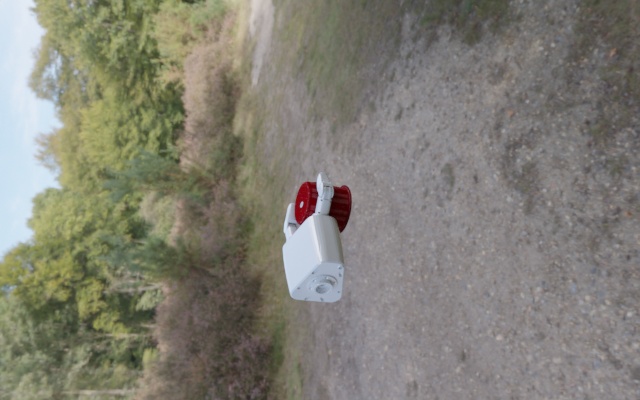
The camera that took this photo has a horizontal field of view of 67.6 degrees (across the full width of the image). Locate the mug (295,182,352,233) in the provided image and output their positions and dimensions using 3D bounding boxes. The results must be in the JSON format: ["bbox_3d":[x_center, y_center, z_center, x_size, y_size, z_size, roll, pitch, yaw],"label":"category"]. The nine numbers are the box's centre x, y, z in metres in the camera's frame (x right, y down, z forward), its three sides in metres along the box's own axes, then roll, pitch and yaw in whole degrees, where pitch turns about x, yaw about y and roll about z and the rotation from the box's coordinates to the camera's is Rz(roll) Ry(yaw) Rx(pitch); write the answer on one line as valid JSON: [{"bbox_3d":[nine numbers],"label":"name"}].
[{"bbox_3d":[0.000,0.002,0.893,0.081,0.093,0.117,10,38,-20],"label":"mug"}]
